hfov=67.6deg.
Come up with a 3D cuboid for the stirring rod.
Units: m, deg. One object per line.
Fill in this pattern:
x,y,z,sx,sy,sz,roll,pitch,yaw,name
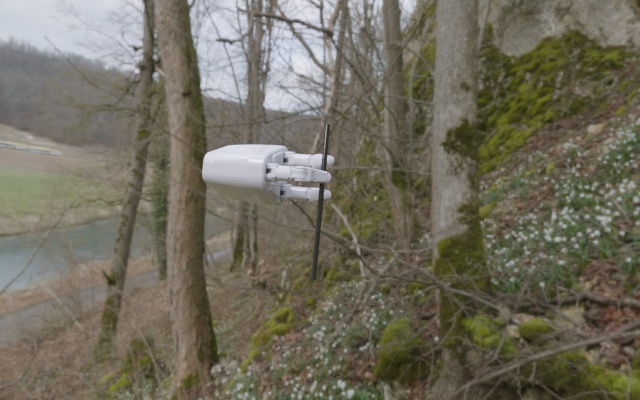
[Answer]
0.000,0.003,0.736,0.011,0.239,0.011,5,0,0,stirring rod
